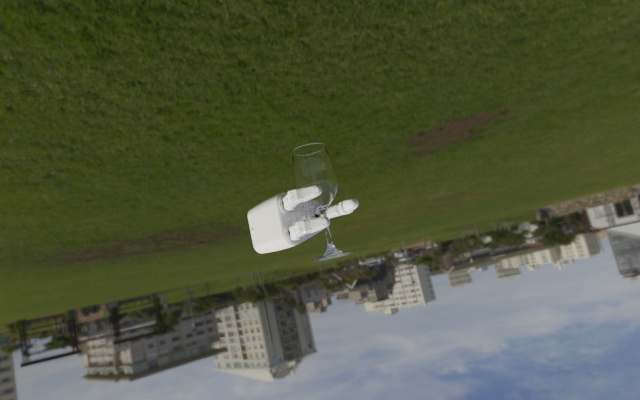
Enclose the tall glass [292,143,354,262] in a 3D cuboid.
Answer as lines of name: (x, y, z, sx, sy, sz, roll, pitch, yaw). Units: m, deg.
tall glass: (0.000, 0.003, 0.843, 0.079, 0.201, 0.079, -12, -9, -2)
